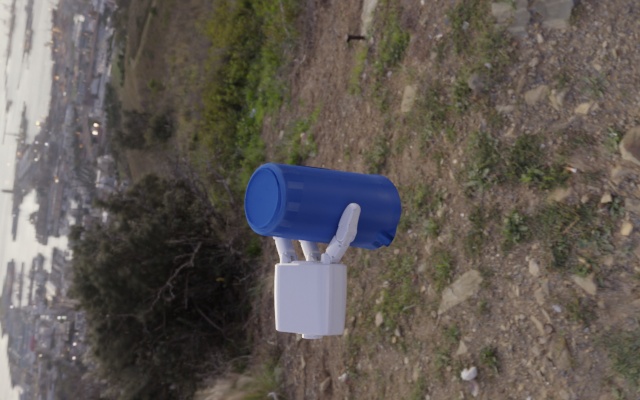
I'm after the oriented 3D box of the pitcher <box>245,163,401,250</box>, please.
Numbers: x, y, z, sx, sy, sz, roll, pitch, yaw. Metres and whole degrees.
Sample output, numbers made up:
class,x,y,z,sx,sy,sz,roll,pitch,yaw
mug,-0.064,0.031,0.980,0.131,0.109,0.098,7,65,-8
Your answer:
class,x,y,z,sx,sy,sz,roll,pitch,yaw
pitcher,0.000,0.003,0.779,0.243,0.145,0.149,8,-9,-40
